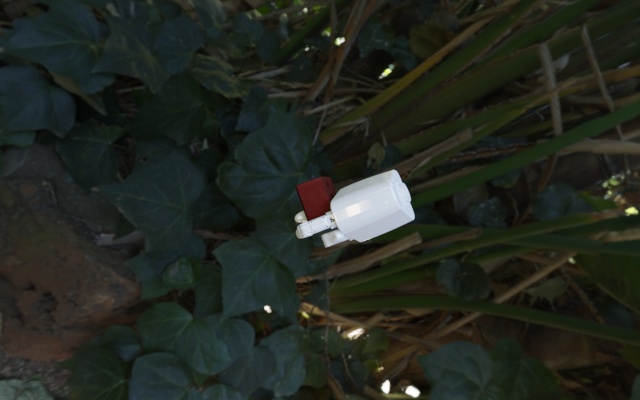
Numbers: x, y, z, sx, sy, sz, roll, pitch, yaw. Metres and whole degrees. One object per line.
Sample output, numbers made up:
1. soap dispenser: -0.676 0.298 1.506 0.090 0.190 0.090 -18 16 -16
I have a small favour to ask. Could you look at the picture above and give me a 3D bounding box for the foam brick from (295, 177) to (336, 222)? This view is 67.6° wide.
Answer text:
1. foam brick: 0.000 0.002 0.822 0.051 0.078 0.053 -23 -7 20
